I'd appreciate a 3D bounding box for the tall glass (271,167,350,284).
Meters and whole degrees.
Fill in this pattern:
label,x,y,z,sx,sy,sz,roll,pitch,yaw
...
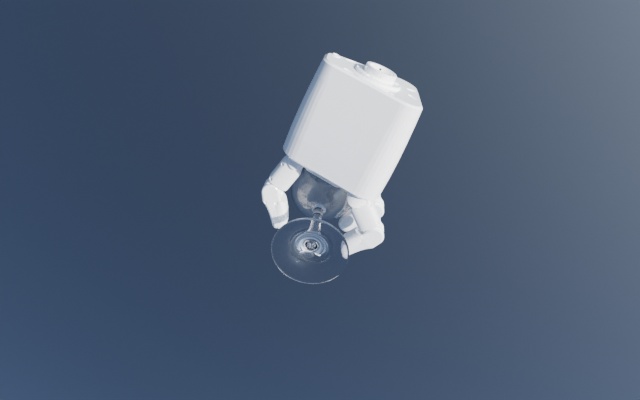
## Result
label,x,y,z,sx,sy,sz,roll,pitch,yaw
tall glass,0.000,0.002,0.535,0.079,0.079,0.201,0,28,6
